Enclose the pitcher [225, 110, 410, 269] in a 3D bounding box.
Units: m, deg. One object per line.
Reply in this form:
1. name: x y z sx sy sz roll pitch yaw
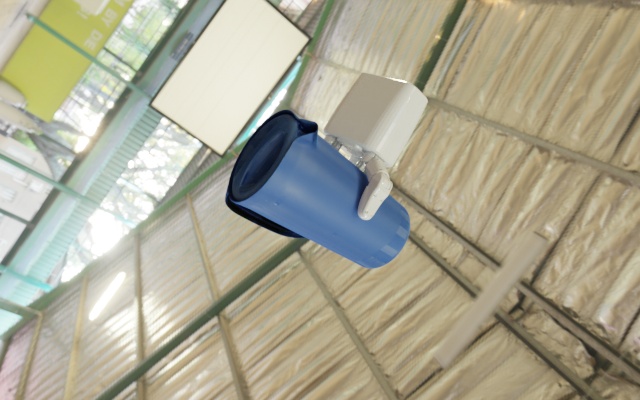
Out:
1. pitcher: 0.000 0.002 0.651 0.243 0.145 0.149 34 -6 -30
